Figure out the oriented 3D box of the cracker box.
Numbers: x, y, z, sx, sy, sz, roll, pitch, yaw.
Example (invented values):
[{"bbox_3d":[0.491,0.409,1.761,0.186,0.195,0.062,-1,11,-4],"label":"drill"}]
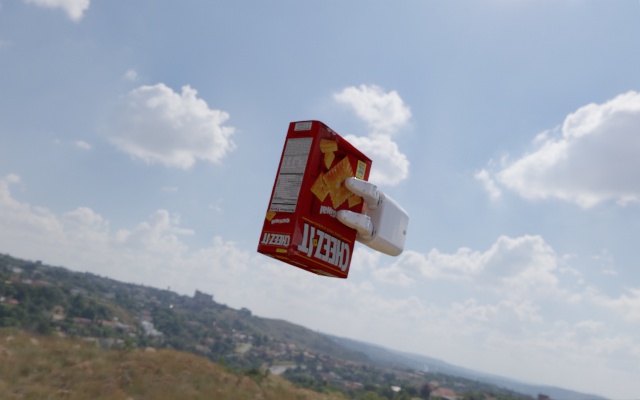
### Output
[{"bbox_3d":[0.000,0.002,0.764,0.072,0.213,0.164,1,-18,37],"label":"cracker box"}]
